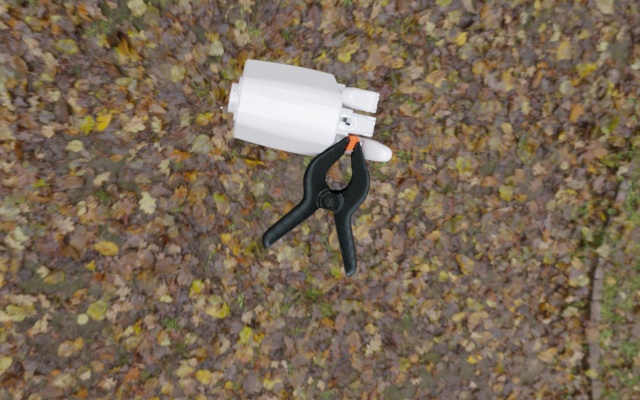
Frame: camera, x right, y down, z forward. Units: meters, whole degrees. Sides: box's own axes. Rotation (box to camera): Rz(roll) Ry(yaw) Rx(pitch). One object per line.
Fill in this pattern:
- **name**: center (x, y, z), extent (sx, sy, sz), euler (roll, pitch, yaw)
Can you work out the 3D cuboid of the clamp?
- **clamp**: center (0.000, 0.002, 0.570), extent (0.120, 0.171, 0.039), euler (10, 9, -9)
